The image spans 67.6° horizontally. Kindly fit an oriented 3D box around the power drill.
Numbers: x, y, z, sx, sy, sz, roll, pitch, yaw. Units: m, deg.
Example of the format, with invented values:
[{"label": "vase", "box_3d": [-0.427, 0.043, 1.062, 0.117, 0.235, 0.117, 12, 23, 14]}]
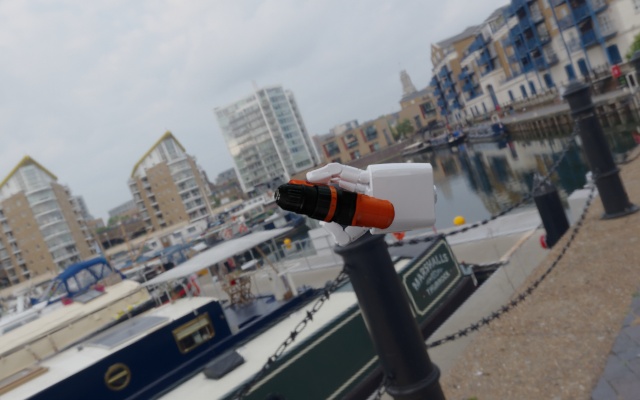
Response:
[{"label": "power drill", "box_3d": [0.000, 0.002, 0.756, 0.184, 0.057, 0.187, 13, 2, -20]}]
